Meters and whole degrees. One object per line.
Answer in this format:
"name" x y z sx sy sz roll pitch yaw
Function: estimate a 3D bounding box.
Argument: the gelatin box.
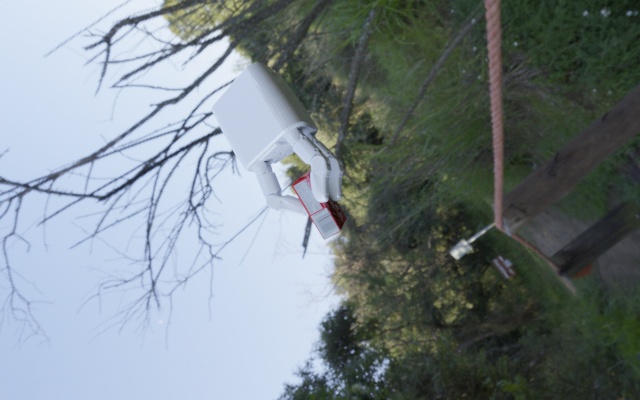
"gelatin box" 0.000 0.003 0.661 0.030 0.089 0.073 -29 5 13
